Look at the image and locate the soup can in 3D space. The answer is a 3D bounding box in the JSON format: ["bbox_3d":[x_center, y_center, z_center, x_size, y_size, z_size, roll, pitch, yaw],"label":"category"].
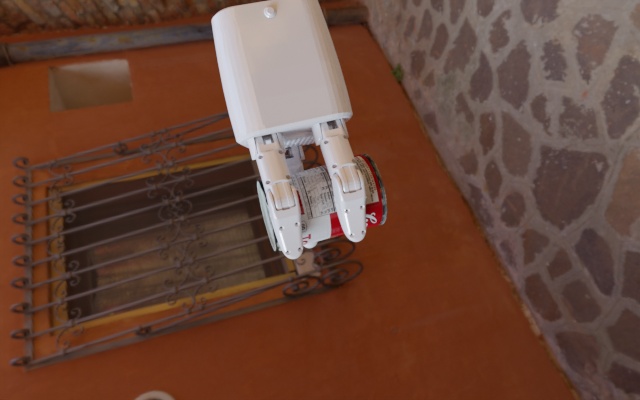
[{"bbox_3d":[0.000,0.002,0.431,0.102,0.068,0.068,-14,3,-11],"label":"soup can"}]
